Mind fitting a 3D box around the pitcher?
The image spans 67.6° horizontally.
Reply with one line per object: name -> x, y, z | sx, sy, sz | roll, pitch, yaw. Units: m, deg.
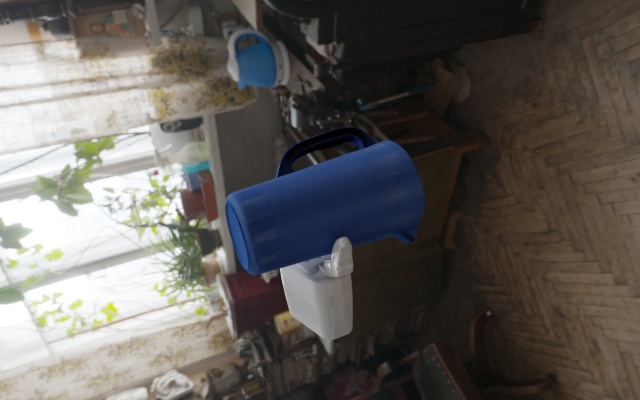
pitcher -> 0.000, 0.002, 0.637 | 0.243, 0.145, 0.149 | -17, 28, -20
